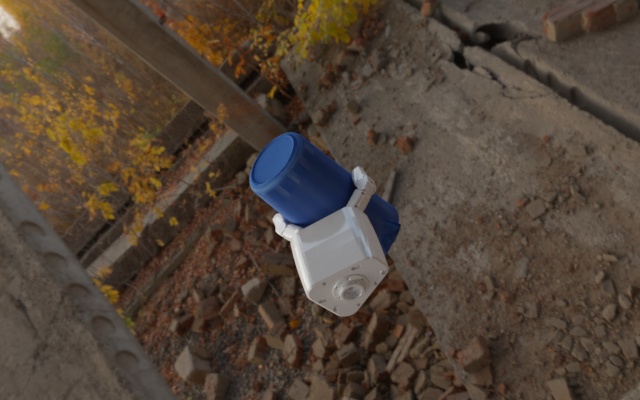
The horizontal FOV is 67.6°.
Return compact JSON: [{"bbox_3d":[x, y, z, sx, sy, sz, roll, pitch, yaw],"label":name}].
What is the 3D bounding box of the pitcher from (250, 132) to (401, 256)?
[{"bbox_3d":[0.000,0.003,0.769,0.243,0.149,0.145,38,19,-35],"label":"pitcher"}]
